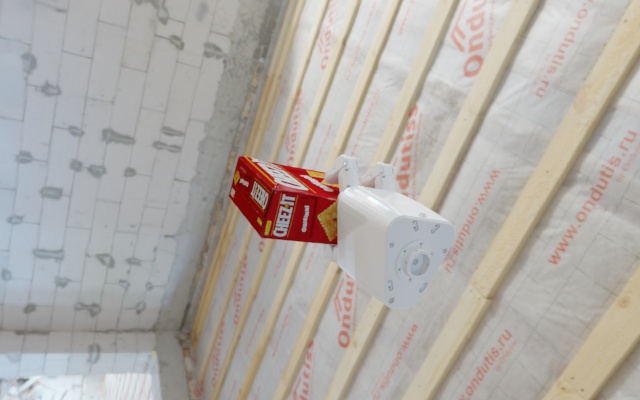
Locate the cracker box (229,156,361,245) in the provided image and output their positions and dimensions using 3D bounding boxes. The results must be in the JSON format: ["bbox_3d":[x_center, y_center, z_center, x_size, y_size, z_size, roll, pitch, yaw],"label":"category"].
[{"bbox_3d":[0.000,0.002,0.662,0.214,0.072,0.164,9,14,-27],"label":"cracker box"}]
